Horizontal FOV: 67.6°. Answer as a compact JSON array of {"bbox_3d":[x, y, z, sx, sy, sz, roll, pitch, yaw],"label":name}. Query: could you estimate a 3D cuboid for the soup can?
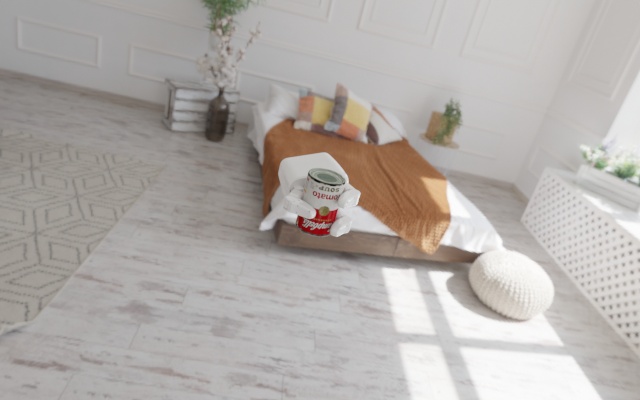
[{"bbox_3d":[0.000,0.003,0.830,0.068,0.102,0.068,12,24,-6],"label":"soup can"}]
